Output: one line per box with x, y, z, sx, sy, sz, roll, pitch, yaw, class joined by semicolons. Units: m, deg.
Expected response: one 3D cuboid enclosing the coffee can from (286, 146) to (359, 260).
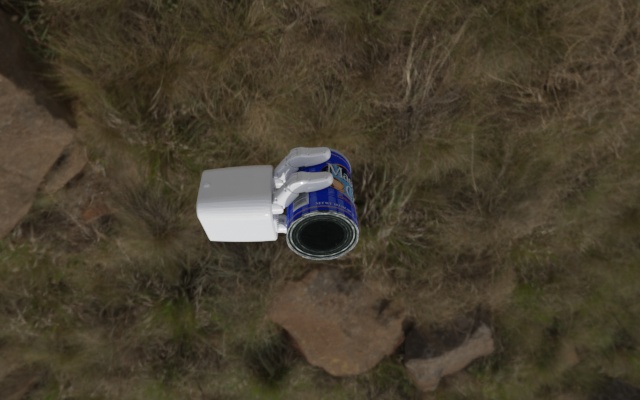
0.000;0.002;0.713;0.103;0.103;0.140;-2;44;-2;coffee can
